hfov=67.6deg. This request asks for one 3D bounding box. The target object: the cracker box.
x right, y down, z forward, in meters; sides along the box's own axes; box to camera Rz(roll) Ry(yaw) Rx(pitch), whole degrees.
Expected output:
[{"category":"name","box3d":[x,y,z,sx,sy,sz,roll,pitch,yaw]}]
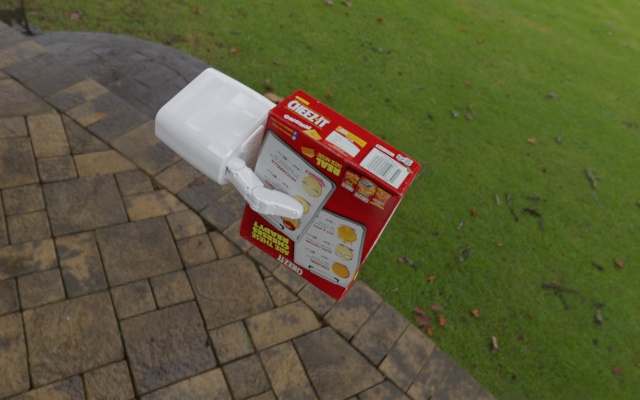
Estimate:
[{"category":"cracker box","box3d":[0.000,0.002,0.570,0.164,0.214,0.072,33,47,10]}]
